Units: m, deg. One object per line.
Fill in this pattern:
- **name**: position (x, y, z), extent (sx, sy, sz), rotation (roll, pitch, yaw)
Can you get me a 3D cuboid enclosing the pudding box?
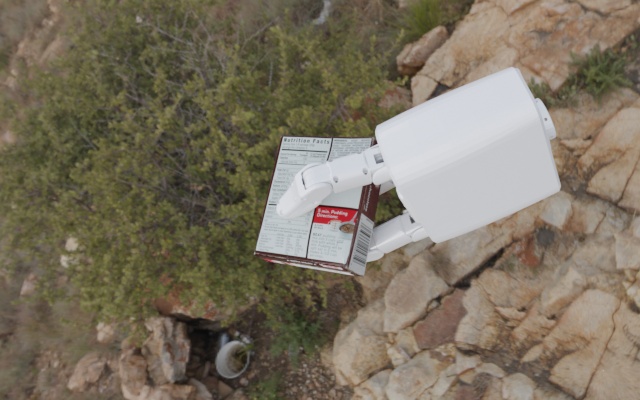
- **pudding box**: position (0.000, 0.001, 0.405), extent (0.090, 0.113, 0.039), rotation (5, -17, 27)
